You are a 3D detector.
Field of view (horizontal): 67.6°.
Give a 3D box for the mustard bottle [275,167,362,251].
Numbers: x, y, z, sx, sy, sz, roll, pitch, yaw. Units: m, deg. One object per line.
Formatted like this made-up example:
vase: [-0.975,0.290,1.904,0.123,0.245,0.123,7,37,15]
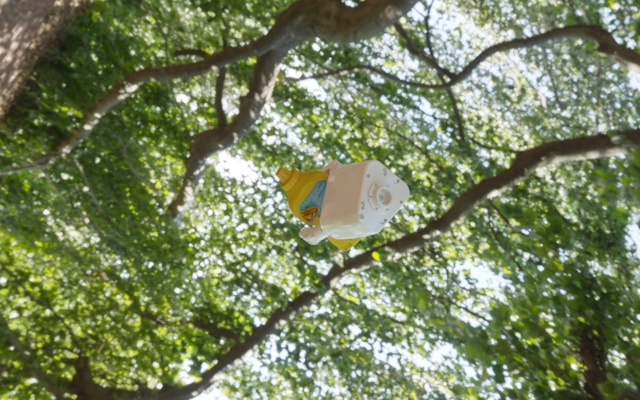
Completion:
mustard bottle: [0.000,0.003,0.848,0.192,0.096,0.058,36,2,-21]
